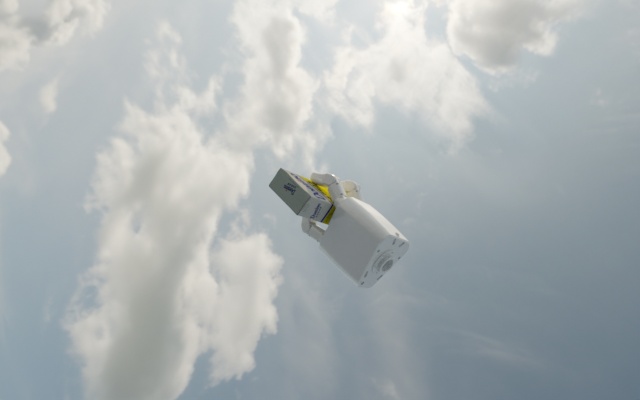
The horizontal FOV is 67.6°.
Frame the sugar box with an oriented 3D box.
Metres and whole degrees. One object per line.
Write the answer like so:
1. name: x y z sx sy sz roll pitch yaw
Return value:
1. sugar box: 0.001 0.002 0.845 0.093 0.048 0.176 43 12 37
